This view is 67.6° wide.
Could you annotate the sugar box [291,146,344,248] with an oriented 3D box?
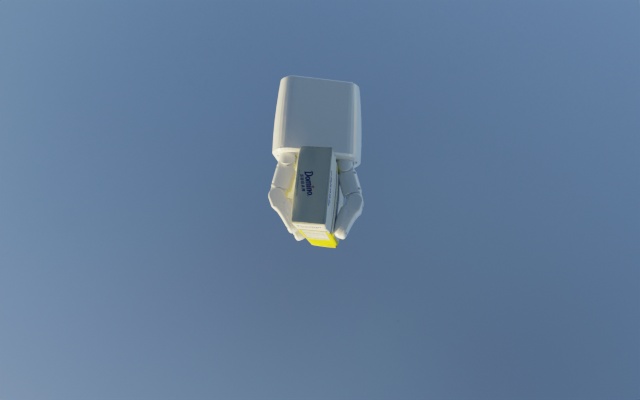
[{"bbox_3d":[0.000,0.002,0.614,0.048,0.093,0.176,3,-14,10],"label":"sugar box"}]
